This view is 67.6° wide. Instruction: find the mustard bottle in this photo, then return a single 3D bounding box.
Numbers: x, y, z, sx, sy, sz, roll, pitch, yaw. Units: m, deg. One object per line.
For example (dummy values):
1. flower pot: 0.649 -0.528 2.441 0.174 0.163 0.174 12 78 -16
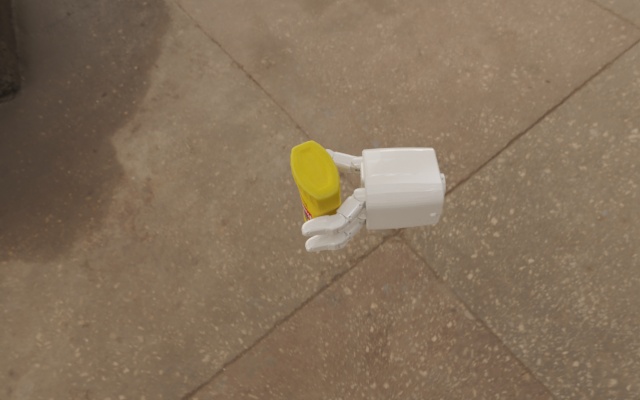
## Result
1. mustard bottle: 0.000 0.002 0.709 0.058 0.096 0.192 -24 -28 -7
